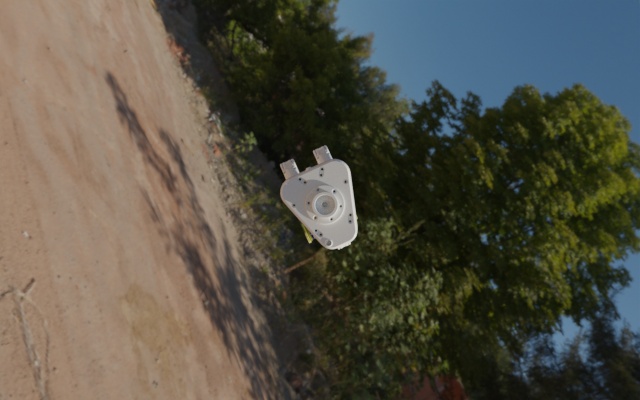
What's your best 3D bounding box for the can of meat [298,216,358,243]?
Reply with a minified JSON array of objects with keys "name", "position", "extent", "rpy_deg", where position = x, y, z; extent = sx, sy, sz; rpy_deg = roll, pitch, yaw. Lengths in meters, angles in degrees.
[{"name":"can of meat","position":[0.000,0.002,0.746],"extent":[0.084,0.102,0.057],"rpy_deg":[-25,-1,1]}]
